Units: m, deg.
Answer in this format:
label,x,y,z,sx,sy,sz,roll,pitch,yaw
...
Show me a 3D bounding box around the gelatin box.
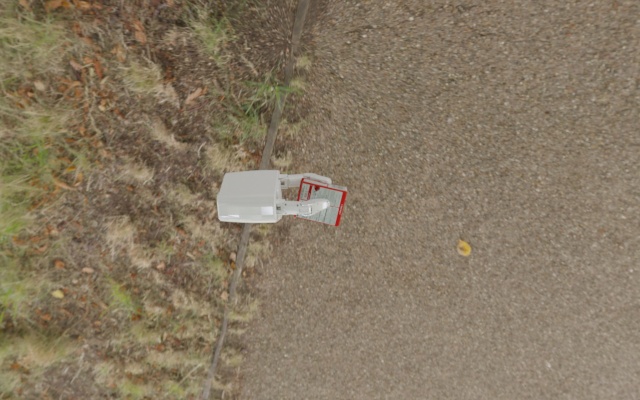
label,x,y,z,sx,sy,sz,roll,pitch,yaw
gelatin box,0.000,0.003,0.898,0.089,0.073,0.030,13,19,0
